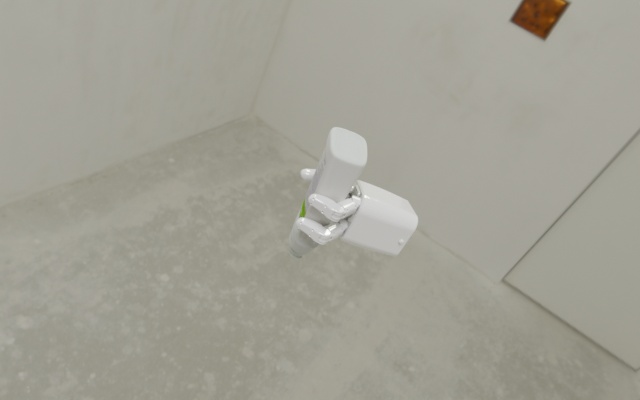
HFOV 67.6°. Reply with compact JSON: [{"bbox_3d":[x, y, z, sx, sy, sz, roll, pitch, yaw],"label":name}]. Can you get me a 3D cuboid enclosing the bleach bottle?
[{"bbox_3d":[0.000,0.003,0.834,0.068,0.251,0.102,19,36,-10],"label":"bleach bottle"}]
